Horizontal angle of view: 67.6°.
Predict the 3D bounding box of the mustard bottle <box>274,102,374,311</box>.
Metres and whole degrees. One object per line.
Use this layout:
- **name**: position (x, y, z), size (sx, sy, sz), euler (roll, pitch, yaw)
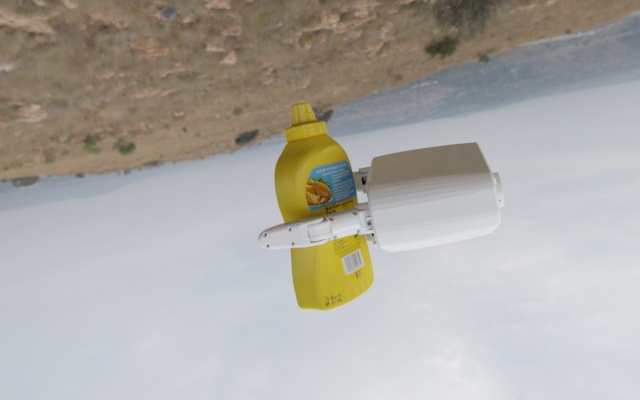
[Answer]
- **mustard bottle**: position (0.000, 0.002, 0.464), size (0.058, 0.191, 0.096), euler (-6, 8, 40)
